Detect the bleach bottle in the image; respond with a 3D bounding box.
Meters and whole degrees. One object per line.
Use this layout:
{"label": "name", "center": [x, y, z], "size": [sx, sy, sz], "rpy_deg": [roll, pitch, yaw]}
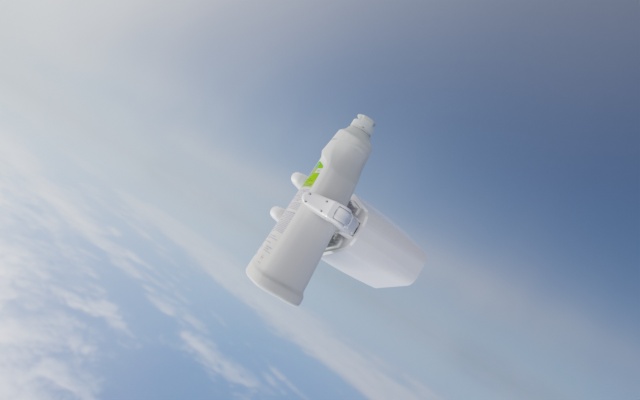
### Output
{"label": "bleach bottle", "center": [0.000, 0.002, 0.603], "size": [0.068, 0.251, 0.102], "rpy_deg": [33, -7, -18]}
